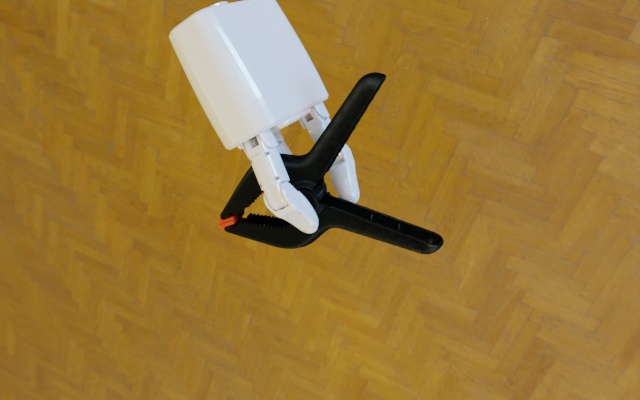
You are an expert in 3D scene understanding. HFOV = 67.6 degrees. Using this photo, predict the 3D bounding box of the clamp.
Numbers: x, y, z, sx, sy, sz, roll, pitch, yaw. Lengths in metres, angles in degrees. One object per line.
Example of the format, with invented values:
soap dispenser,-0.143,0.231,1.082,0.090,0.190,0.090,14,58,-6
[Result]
clamp,-0.001,0.002,0.443,0.210,0.164,0.036,-24,10,25
